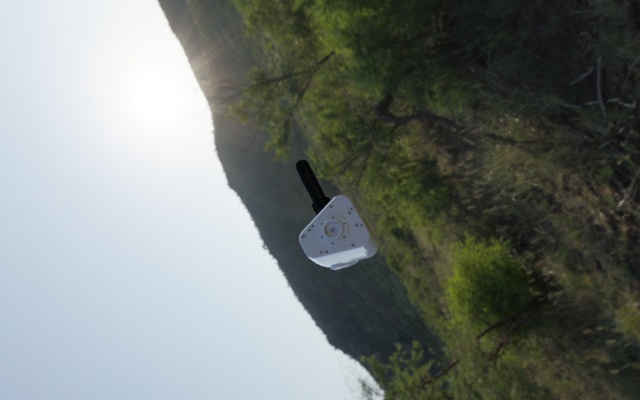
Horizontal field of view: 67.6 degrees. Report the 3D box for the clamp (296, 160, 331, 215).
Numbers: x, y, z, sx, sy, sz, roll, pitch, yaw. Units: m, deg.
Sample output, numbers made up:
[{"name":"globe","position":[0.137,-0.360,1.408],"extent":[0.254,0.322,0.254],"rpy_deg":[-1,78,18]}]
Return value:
[{"name":"clamp","position":[0.000,0.003,0.878],"extent":[0.039,0.171,0.120],"rpy_deg":[-31,-17,3]}]
